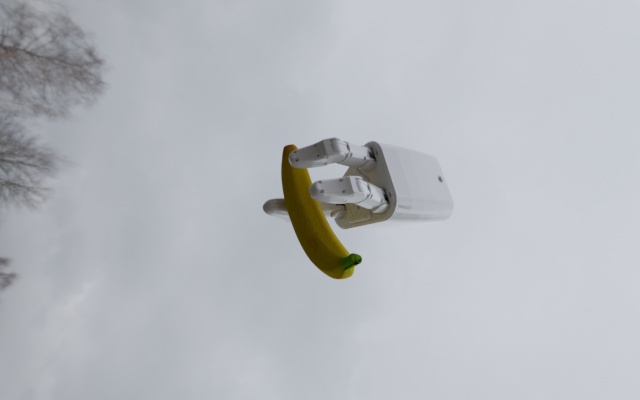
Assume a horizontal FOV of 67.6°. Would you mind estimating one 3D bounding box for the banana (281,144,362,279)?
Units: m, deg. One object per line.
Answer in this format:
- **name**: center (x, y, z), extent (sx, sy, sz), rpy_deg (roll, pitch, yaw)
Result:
- **banana**: center (-0.005, 0.018, 0.513), extent (0.037, 0.070, 0.197), rpy_deg (2, 37, -31)
